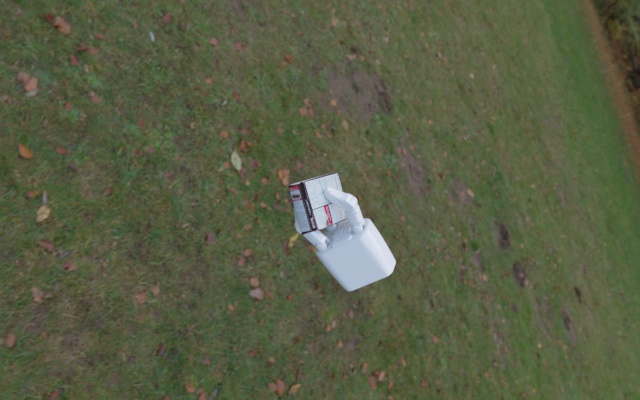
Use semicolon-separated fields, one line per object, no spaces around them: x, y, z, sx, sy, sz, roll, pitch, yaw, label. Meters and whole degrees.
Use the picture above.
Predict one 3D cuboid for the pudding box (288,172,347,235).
0.000;0.003;0.843;0.039;0.090;0.113;-15;2;34;pudding box
